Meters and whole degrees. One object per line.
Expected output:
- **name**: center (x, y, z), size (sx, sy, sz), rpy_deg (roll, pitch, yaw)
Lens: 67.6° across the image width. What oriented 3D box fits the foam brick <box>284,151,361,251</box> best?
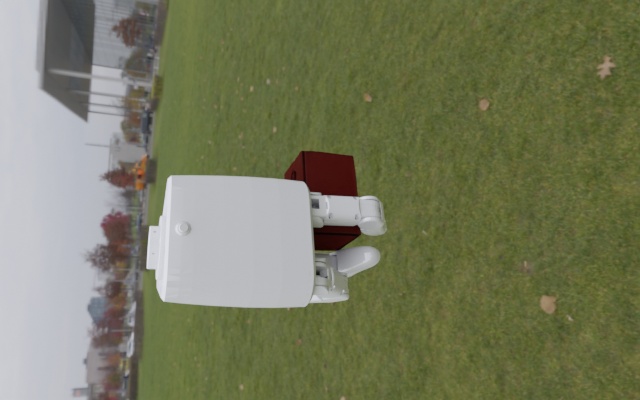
- **foam brick**: center (0.000, 0.001, 0.430), size (0.051, 0.078, 0.053), rpy_deg (4, -22, -20)
